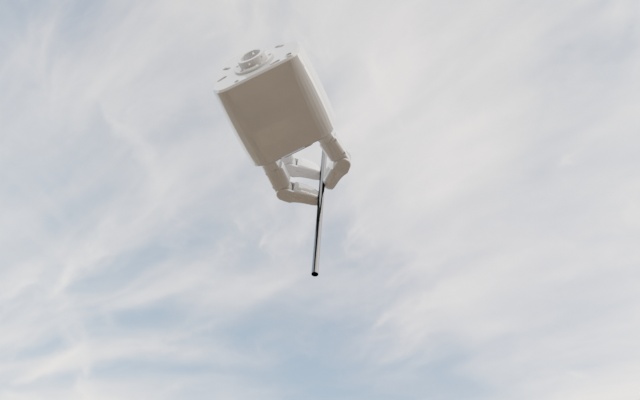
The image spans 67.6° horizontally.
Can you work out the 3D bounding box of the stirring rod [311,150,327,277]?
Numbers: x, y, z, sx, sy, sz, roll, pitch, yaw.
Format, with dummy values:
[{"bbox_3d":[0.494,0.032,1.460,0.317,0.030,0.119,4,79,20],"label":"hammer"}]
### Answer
[{"bbox_3d":[0.000,0.002,0.606,0.011,0.011,0.239,0,40,4],"label":"stirring rod"}]
